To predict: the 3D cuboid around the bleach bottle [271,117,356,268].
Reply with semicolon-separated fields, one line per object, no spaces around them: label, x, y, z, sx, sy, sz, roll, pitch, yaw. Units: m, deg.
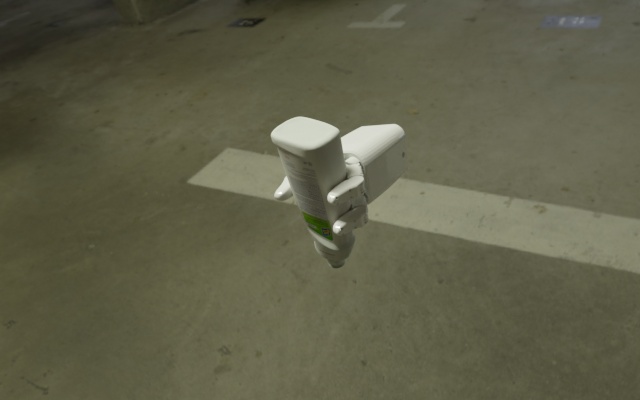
bleach bottle;0.000;0.002;0.734;0.102;0.251;0.068;24;49;39
